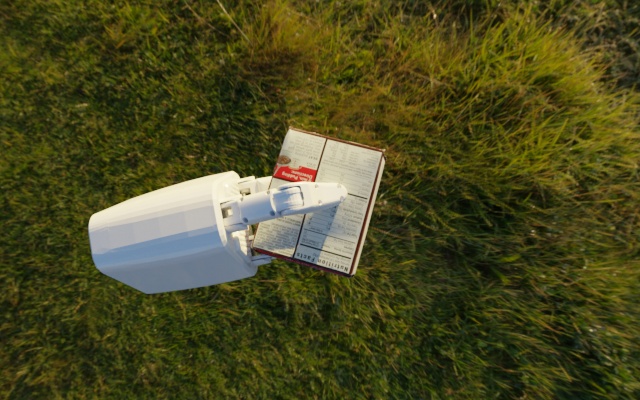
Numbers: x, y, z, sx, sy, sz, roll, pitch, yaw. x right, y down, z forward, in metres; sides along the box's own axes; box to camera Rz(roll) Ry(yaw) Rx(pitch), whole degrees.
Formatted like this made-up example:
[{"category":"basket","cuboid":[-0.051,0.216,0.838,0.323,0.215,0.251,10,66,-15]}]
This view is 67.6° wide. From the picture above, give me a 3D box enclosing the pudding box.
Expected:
[{"category":"pudding box","cuboid":[0.000,0.001,0.412,0.090,0.113,0.039,15,-4,8]}]
